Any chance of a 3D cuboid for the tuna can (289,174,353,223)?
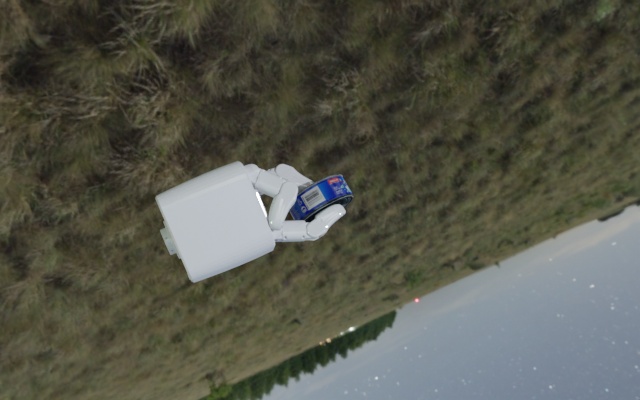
[{"bbox_3d":[0.000,0.003,0.633,0.086,0.033,0.086,-29,-13,-7],"label":"tuna can"}]
